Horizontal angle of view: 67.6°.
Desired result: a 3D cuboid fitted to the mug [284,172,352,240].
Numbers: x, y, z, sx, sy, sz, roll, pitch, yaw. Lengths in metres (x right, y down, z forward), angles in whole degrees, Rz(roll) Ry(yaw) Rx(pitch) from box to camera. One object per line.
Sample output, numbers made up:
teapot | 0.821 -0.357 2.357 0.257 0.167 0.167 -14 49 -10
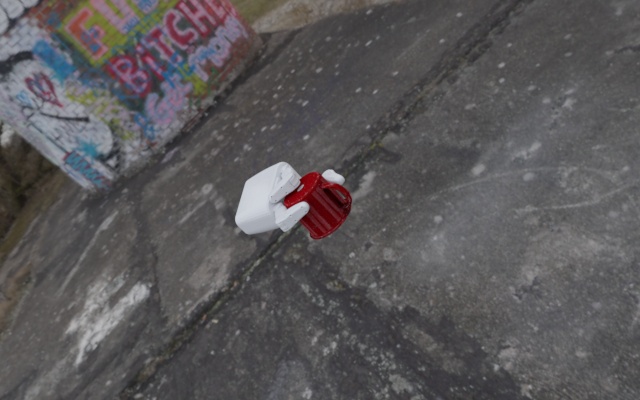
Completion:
mug | 0.001 0.002 0.805 0.117 0.093 0.081 -20 -58 43
